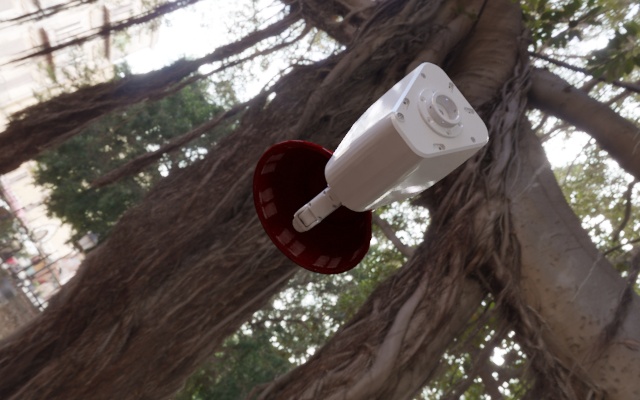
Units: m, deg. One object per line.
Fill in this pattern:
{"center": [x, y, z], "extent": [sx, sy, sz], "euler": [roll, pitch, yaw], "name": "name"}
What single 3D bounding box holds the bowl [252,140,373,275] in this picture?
{"center": [-0.001, 0.002, 0.548], "extent": [0.162, 0.162, 0.055], "euler": [0, 22, 37], "name": "bowl"}
